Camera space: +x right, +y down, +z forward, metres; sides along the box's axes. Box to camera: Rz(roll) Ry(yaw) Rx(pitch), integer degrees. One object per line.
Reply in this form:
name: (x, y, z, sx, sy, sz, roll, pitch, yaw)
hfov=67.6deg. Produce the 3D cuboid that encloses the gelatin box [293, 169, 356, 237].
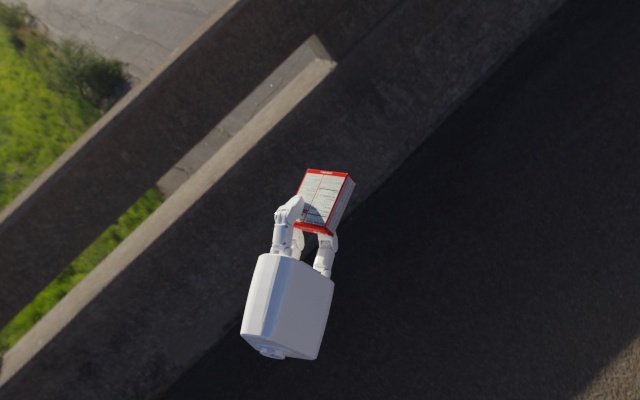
gelatin box: (0.000, 0.002, 0.672, 0.073, 0.089, 0.030, 9, -22, 38)
